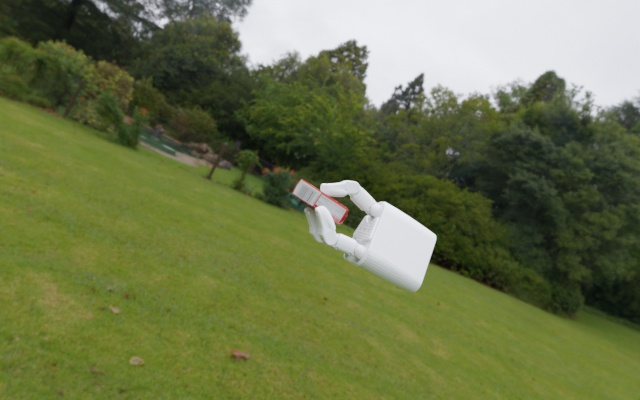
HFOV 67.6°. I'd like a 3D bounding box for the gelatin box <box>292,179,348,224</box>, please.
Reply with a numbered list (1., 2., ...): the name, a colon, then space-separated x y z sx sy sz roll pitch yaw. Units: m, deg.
1. gelatin box: 0.000 0.002 0.751 0.089 0.030 0.073 33 1 -1
